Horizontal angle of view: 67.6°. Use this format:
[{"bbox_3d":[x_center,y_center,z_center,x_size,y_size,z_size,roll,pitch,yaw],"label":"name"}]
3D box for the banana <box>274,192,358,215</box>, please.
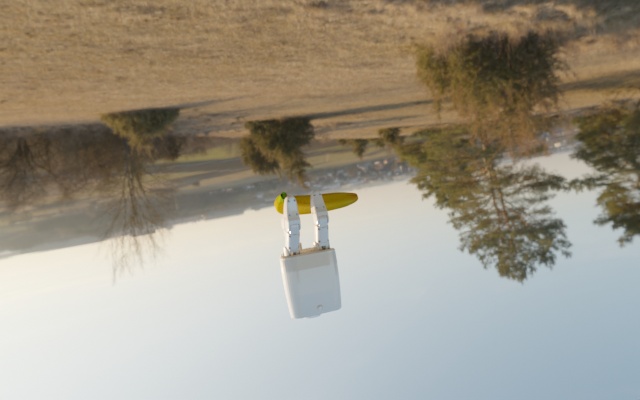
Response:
[{"bbox_3d":[-0.016,0.005,0.871,0.069,0.037,0.198,-10,-5,44],"label":"banana"}]
